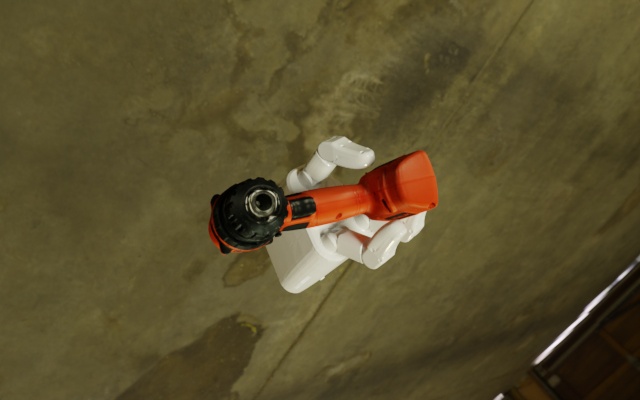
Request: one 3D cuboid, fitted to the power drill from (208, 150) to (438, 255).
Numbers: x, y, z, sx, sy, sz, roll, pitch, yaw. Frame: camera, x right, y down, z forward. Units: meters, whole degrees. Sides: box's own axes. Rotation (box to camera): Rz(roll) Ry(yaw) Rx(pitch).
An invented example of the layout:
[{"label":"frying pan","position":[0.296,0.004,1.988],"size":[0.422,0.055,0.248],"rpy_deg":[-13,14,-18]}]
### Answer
[{"label":"power drill","position":[0.000,0.001,0.406],"size":[0.187,0.057,0.184],"rpy_deg":[-10,-4,-19]}]
